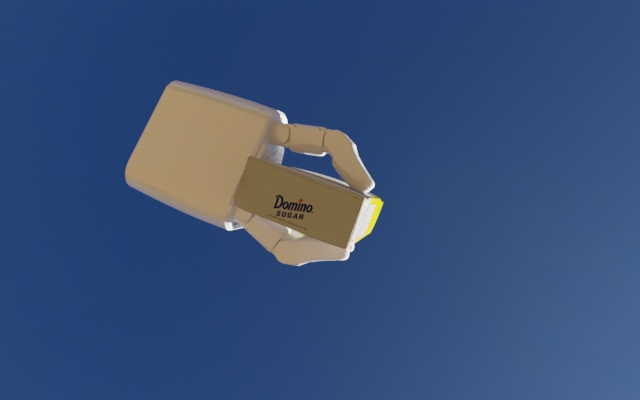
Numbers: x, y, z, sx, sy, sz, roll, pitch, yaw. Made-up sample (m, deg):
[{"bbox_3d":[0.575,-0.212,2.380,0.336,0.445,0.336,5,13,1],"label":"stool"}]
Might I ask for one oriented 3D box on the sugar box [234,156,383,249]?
[{"bbox_3d":[0.000,0.002,0.421,0.093,0.048,0.176,20,6,11],"label":"sugar box"}]
